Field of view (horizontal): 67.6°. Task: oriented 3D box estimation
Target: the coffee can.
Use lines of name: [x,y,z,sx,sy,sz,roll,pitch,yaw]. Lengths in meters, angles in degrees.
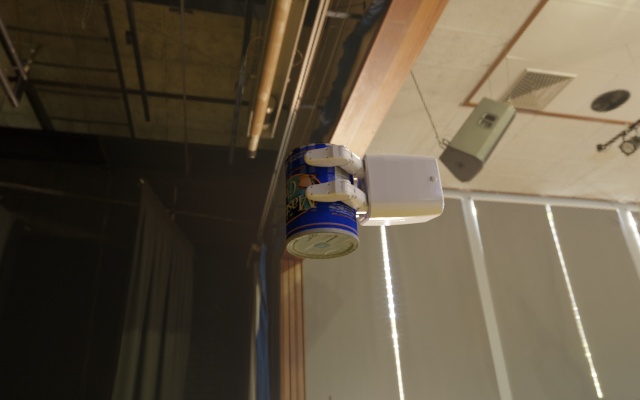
coffee can: [0.000,0.002,0.693,0.103,0.140,0.103,-2,-27,-1]
